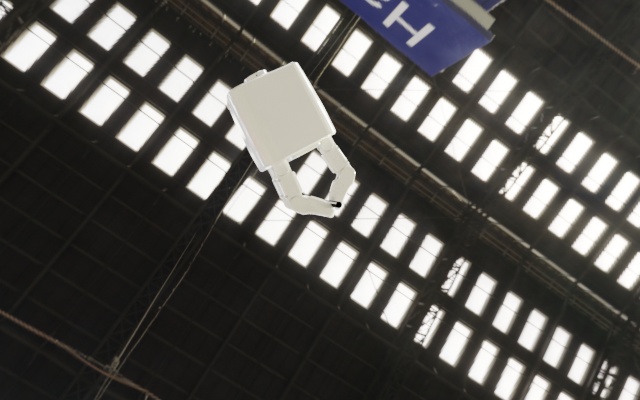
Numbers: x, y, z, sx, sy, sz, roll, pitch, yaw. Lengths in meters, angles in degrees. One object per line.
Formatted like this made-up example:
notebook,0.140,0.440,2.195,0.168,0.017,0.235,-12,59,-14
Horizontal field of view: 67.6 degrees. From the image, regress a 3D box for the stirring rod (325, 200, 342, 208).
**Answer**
stirring rod,0.000,0.002,0.697,0.011,0.011,0.239,0,1,-11
